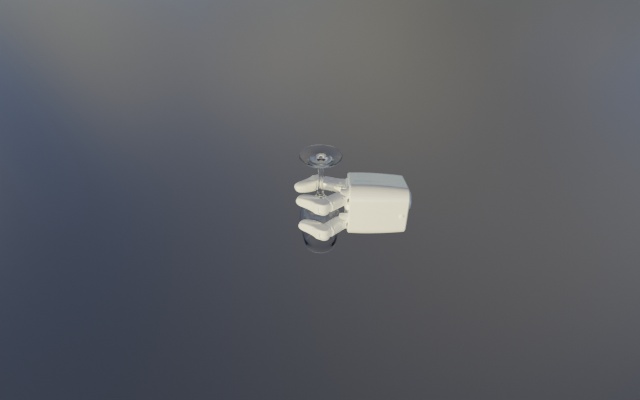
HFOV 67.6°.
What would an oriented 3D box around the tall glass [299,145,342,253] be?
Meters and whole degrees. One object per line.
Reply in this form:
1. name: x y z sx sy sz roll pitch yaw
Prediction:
1. tall glass: 0.000 0.002 0.877 0.079 0.201 0.079 1 37 0
